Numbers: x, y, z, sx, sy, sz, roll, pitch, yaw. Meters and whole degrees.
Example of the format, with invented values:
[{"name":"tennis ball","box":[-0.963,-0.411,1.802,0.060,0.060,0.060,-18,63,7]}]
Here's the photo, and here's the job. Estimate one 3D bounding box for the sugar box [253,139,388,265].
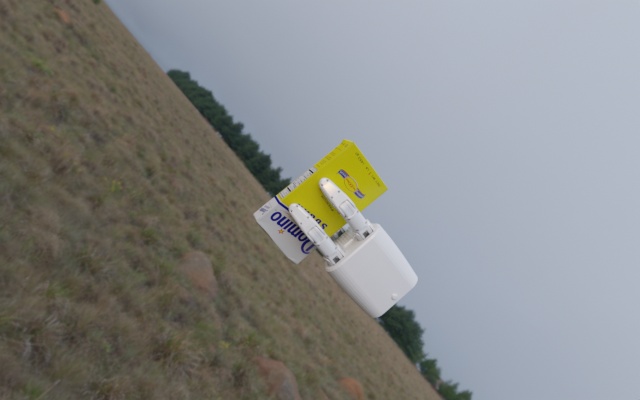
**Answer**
[{"name":"sugar box","box":[0.000,0.002,0.688,0.176,0.093,0.048,-41,19,-4]}]
